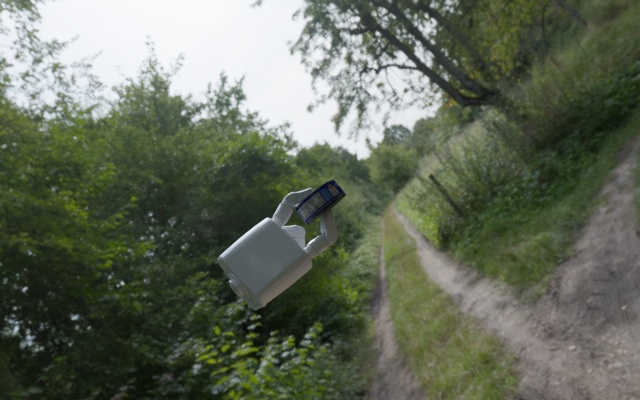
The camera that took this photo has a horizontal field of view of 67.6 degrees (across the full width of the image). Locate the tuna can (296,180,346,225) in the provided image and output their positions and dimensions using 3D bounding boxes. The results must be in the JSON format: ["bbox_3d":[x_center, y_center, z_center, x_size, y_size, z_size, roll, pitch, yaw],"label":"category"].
[{"bbox_3d":[0.000,0.002,0.812,0.086,0.033,0.086,-38,-7,-5],"label":"tuna can"}]
